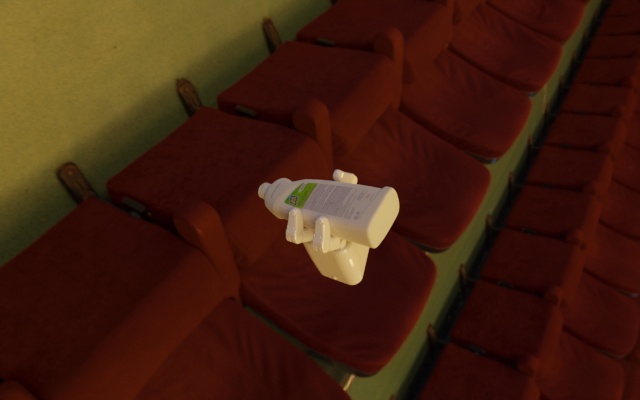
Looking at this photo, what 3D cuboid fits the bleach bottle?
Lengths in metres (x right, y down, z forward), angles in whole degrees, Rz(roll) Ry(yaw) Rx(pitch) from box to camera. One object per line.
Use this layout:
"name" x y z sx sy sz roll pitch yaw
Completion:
"bleach bottle" 0.000 0.003 0.820 0.251 0.102 0.068 15 -34 33
